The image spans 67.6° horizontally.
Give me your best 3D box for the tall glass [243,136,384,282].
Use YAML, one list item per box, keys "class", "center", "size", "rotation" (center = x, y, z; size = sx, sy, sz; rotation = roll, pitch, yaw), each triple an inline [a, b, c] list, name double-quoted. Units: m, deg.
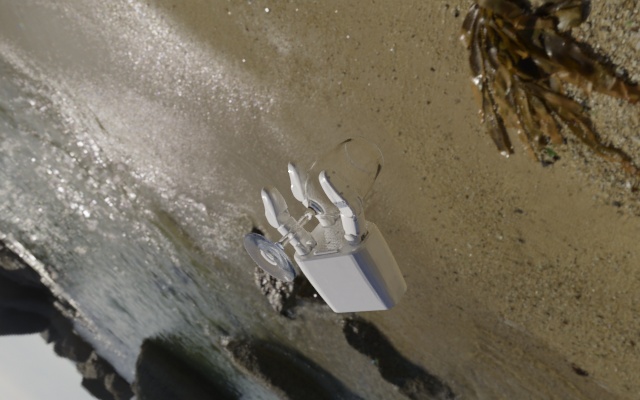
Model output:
- class: "tall glass"
  center: [0.000, 0.002, 0.581]
  size: [0.079, 0.079, 0.201]
  rotation: [0, 39, 48]
